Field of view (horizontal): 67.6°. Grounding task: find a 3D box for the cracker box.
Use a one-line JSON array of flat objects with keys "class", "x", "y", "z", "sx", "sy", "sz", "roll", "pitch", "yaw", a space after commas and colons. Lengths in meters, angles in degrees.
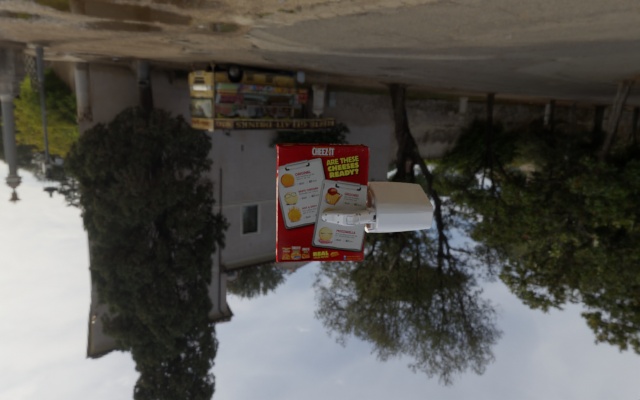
[{"class": "cracker box", "x": 0.000, "y": 0.003, "z": 0.881, "sx": 0.164, "sy": 0.214, "sz": 0.072, "roll": 0, "pitch": 12, "yaw": -8}]
